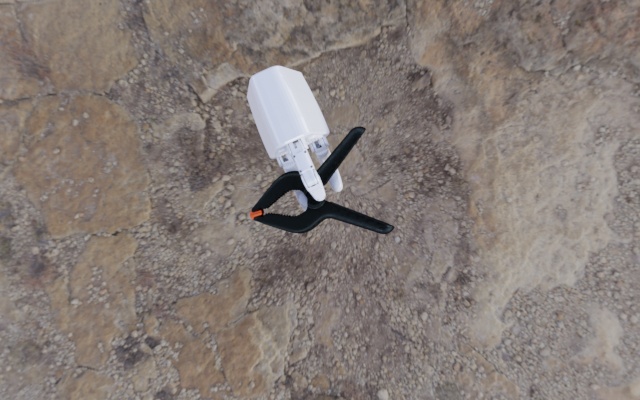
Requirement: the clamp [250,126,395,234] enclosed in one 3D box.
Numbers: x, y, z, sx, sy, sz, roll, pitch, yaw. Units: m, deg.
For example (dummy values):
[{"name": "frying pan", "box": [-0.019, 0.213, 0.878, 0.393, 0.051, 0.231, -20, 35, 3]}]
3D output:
[{"name": "clamp", "box": [-0.001, 0.002, 0.716, 0.210, 0.164, 0.036, -23, -2, 4]}]
